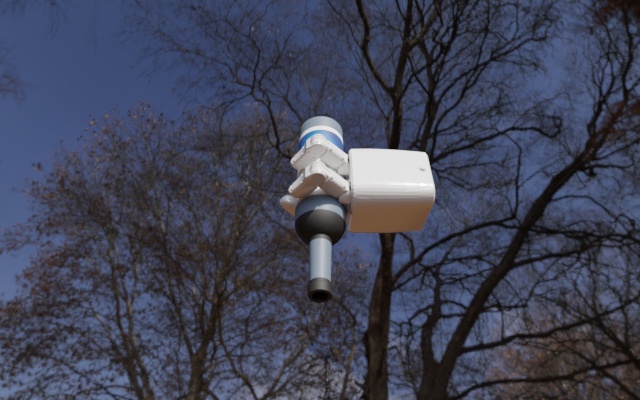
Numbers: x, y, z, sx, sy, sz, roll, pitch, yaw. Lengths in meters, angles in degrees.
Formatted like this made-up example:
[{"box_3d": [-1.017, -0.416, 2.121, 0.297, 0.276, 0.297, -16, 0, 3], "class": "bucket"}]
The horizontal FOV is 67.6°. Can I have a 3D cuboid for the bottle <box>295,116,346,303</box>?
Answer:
[{"box_3d": [0.000, 0.002, 0.636, 0.069, 0.295, 0.069, 0, -44, 0], "class": "bottle"}]
